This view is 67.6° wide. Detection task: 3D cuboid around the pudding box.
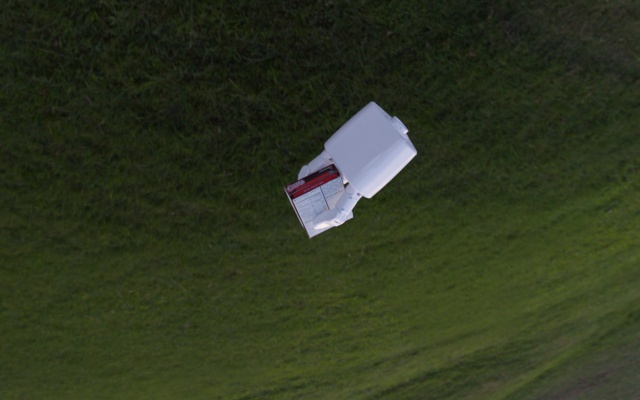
[{"bbox_3d":[0.000,0.003,0.792,0.090,0.114,0.039,-25,47,-3],"label":"pudding box"}]
